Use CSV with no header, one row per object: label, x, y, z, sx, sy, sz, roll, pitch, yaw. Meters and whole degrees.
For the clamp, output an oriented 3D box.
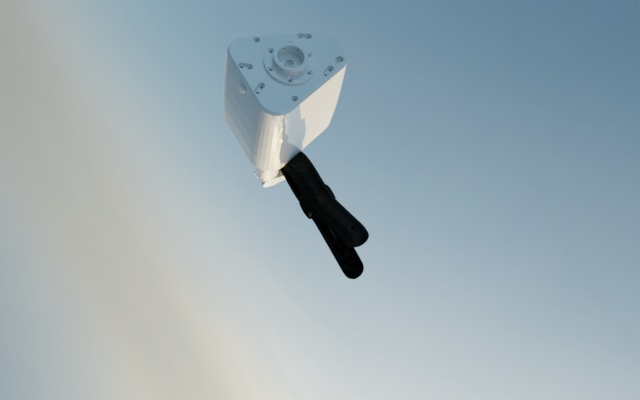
clamp,0.000,0.001,0.514,0.039,0.171,0.120,-31,-14,-18
